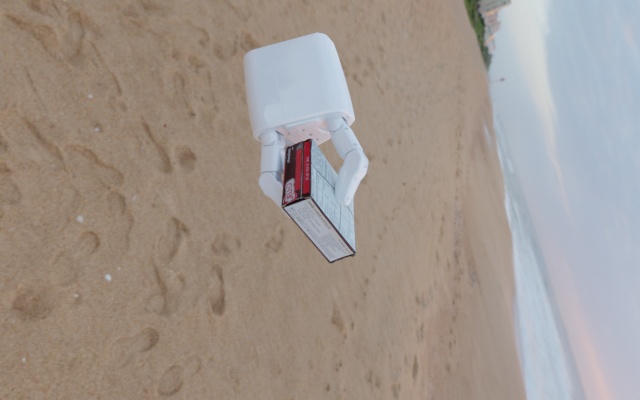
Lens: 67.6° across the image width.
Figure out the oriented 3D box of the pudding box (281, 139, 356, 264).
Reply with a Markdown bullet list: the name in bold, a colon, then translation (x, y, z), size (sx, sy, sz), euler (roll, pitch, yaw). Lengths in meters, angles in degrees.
- **pudding box**: translation (0.000, 0.002, 0.528), size (0.039, 0.090, 0.113), euler (-20, -46, 22)
